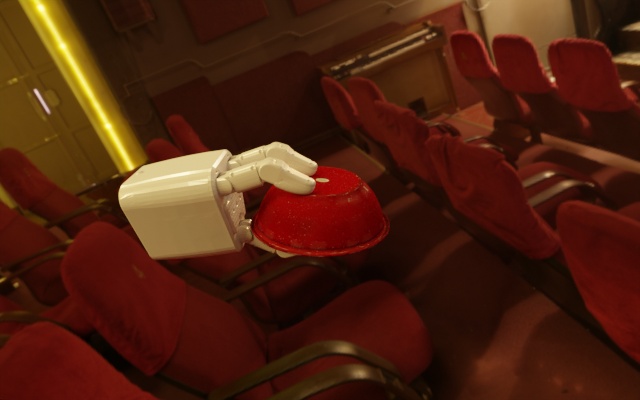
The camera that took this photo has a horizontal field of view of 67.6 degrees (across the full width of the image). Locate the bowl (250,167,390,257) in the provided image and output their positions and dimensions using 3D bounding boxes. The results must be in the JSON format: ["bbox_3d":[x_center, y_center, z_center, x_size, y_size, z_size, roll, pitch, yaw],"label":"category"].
[{"bbox_3d":[0.001,0.001,0.547,0.162,0.055,0.162,1,23,0],"label":"bowl"}]
